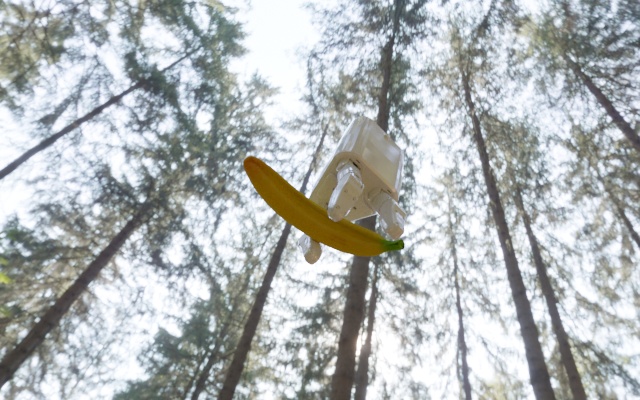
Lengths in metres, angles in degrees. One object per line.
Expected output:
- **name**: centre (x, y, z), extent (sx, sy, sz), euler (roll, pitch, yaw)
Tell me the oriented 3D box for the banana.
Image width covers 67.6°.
- **banana**: centre (-0.003, 0.015, 0.543), extent (0.198, 0.037, 0.070), euler (28, -45, -2)
